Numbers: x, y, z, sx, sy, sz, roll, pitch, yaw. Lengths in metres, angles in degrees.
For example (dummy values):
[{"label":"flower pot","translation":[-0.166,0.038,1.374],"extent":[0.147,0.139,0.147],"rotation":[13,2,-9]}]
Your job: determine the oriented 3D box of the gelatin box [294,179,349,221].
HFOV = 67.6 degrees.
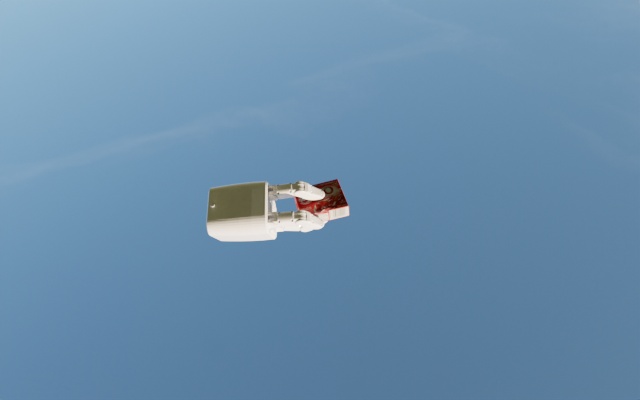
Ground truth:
[{"label":"gelatin box","translation":[0.001,0.003,0.874],"extent":[0.089,0.073,0.030],"rotation":[-13,-43,-7]}]
